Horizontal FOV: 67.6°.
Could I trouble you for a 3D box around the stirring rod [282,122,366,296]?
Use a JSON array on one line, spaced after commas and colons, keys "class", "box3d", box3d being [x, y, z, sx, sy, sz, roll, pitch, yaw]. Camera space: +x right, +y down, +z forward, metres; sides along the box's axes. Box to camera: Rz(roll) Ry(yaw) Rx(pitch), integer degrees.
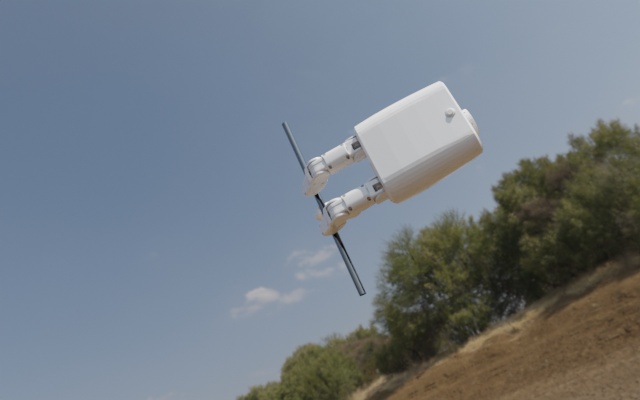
[{"class": "stirring rod", "box3d": [0.000, 0.002, 0.566, 0.011, 0.239, 0.011, -21, -23, -9]}]
